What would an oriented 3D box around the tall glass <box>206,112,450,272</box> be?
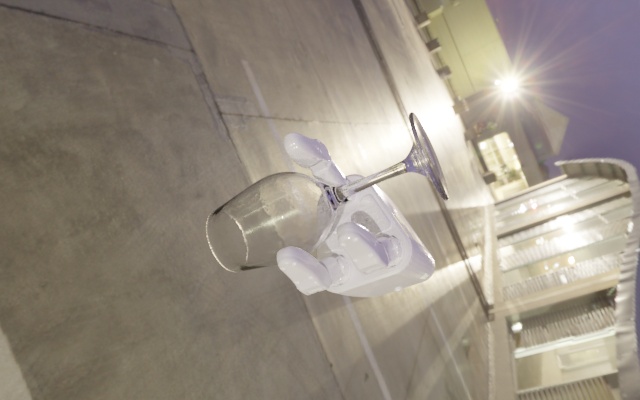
[{"bbox_3d":[0.001,0.001,0.406,0.201,0.079,0.079,-23,-8,21],"label":"tall glass"}]
